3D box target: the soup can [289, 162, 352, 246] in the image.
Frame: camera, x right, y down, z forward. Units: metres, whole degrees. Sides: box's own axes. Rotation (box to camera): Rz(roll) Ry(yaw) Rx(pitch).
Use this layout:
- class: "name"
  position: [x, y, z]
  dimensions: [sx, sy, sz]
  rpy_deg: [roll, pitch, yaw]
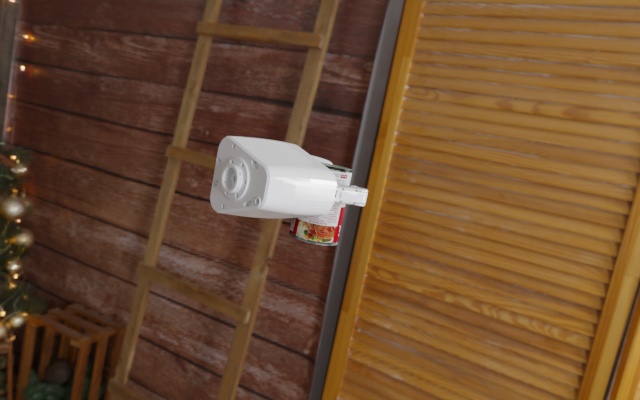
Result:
- class: "soup can"
  position: [0.001, 0.002, 0.639]
  dimensions: [0.068, 0.102, 0.068]
  rpy_deg: [11, 7, -1]
